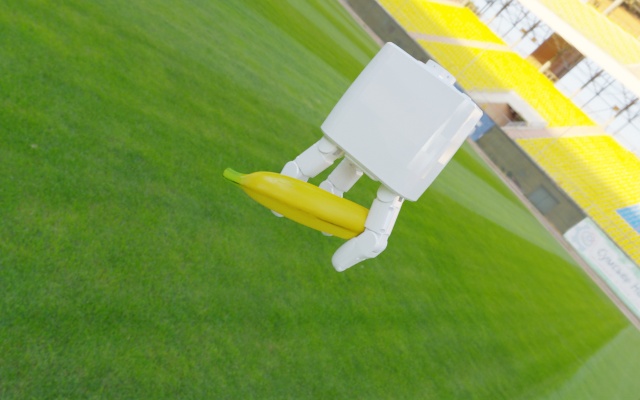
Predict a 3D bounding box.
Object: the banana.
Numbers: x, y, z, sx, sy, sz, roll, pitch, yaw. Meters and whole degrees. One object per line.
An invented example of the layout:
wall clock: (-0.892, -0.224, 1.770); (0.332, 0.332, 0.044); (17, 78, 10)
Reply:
banana: (0.005, 0.008, 0.469); (0.198, 0.037, 0.069); (23, 12, -32)
